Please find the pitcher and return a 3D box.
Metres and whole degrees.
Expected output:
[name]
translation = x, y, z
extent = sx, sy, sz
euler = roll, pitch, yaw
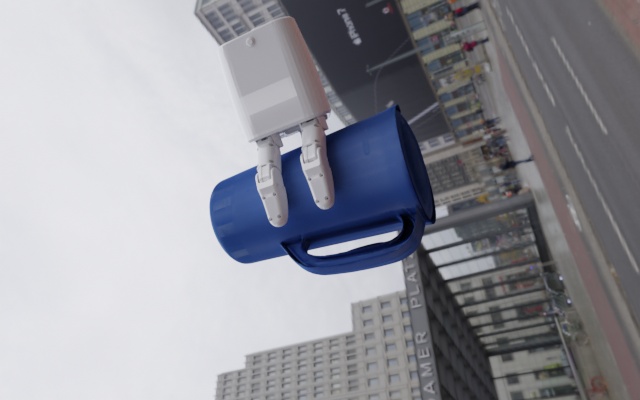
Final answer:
[pitcher]
translation = 0.000, 0.002, 0.538
extent = 0.243, 0.145, 0.149
euler = -18, 6, 20
